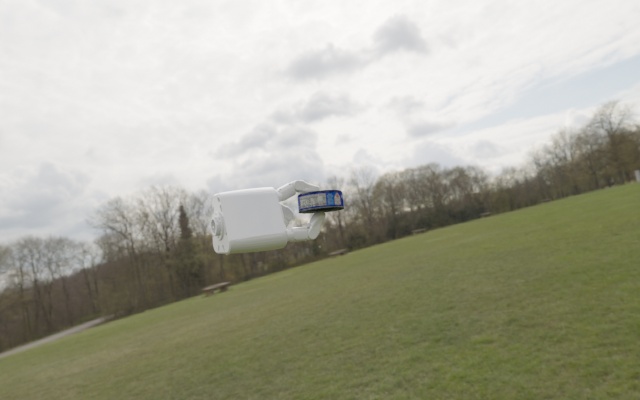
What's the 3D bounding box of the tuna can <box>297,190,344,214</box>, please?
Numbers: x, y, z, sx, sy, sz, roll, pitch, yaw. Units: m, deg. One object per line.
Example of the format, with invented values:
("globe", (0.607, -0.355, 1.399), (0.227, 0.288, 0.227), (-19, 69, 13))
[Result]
("tuna can", (0.000, 0.002, 0.887), (0.086, 0.033, 0.086), (-6, -6, -1))
